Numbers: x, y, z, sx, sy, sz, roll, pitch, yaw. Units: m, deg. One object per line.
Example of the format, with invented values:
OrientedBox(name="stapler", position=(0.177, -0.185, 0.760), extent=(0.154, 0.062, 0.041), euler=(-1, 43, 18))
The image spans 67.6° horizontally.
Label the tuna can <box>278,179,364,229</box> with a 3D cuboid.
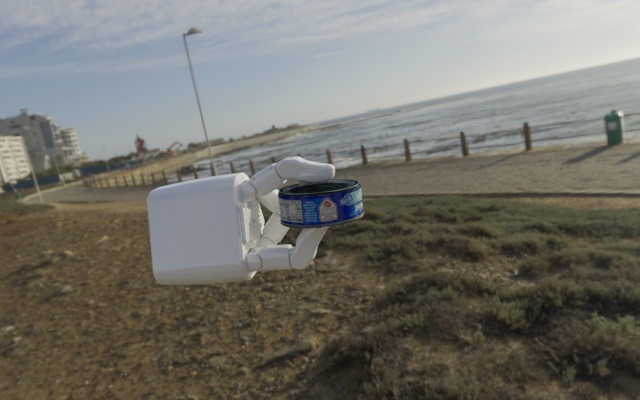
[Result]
OrientedBox(name="tuna can", position=(0.000, 0.001, 0.484), extent=(0.086, 0.034, 0.086), euler=(-6, 10, 1))
